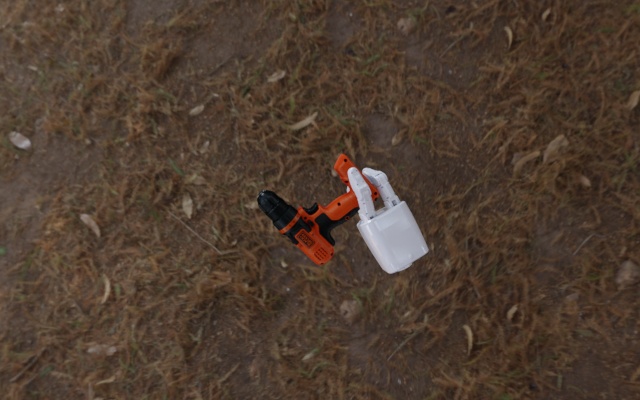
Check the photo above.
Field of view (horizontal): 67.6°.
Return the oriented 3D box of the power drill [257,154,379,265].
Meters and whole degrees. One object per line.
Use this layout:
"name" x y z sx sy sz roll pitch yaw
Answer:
"power drill" 0.001 0.003 0.895 0.184 0.187 0.057 45 5 -15
